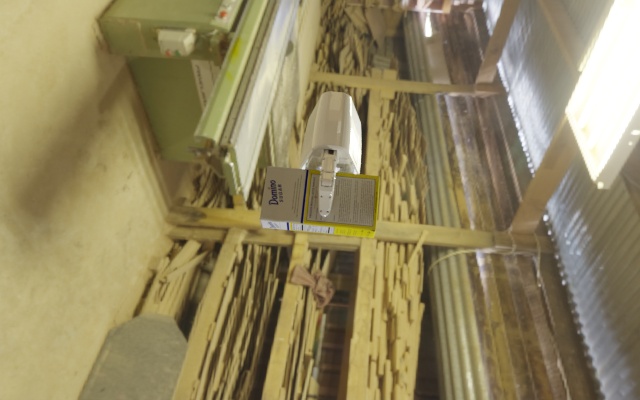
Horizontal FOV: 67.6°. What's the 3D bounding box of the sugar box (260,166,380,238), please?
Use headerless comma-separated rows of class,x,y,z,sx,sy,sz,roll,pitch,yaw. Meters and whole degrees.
sugar box,0.000,0.003,0.741,0.176,0.093,0.048,5,-23,3
